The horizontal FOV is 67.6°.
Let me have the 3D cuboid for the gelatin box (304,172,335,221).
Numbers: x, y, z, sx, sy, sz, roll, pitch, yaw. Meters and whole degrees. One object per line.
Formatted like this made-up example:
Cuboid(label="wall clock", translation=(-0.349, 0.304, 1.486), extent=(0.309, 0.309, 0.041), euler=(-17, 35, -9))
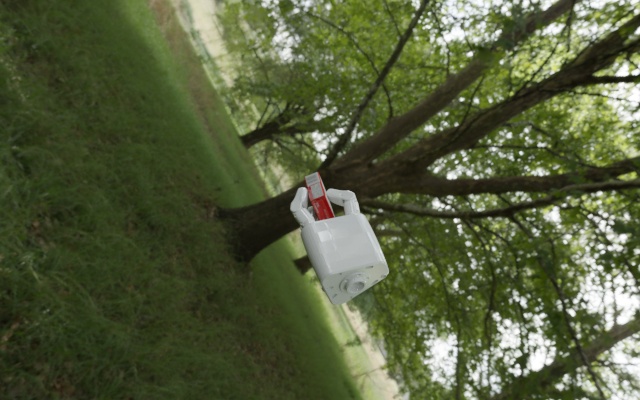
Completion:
Cuboid(label="gelatin box", translation=(0.001, 0.002, 0.854), extent=(0.030, 0.073, 0.089), euler=(-21, 33, 3))
